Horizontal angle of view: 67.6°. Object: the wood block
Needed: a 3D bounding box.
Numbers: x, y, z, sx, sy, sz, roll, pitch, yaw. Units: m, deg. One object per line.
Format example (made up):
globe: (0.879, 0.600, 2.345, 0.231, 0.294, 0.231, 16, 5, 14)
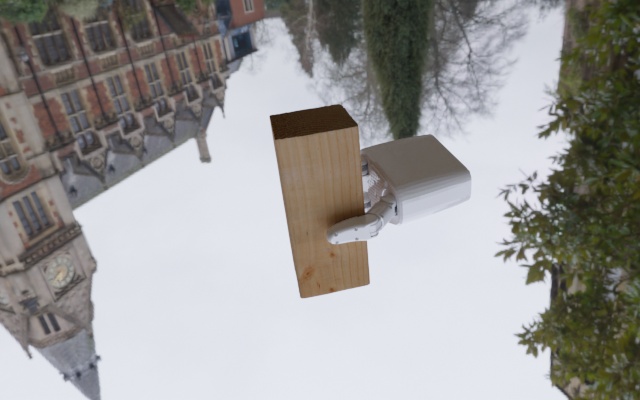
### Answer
wood block: (0.001, 0.002, 0.572, 0.090, 0.206, 0.090, -10, 27, -6)
